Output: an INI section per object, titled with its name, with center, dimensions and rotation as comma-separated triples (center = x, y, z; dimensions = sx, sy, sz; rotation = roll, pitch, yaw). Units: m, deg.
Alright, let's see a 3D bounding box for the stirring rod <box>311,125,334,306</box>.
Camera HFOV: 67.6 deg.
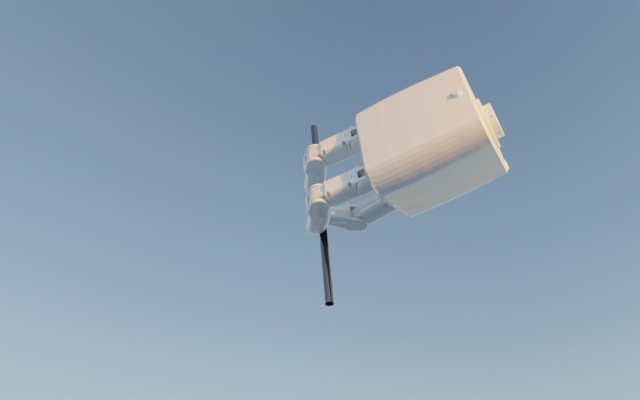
[stirring rod]
center = 0.000, 0.002, 0.506
dimensions = 0.011, 0.239, 0.011
rotation = -3, -40, -2
